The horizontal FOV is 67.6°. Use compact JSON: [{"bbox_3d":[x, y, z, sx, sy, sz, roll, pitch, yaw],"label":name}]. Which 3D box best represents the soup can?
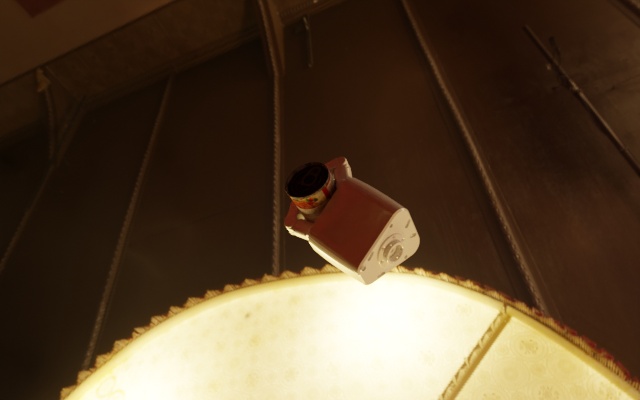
[{"bbox_3d":[0.000,0.002,0.705,0.068,0.068,0.102,0,-39,30],"label":"soup can"}]
